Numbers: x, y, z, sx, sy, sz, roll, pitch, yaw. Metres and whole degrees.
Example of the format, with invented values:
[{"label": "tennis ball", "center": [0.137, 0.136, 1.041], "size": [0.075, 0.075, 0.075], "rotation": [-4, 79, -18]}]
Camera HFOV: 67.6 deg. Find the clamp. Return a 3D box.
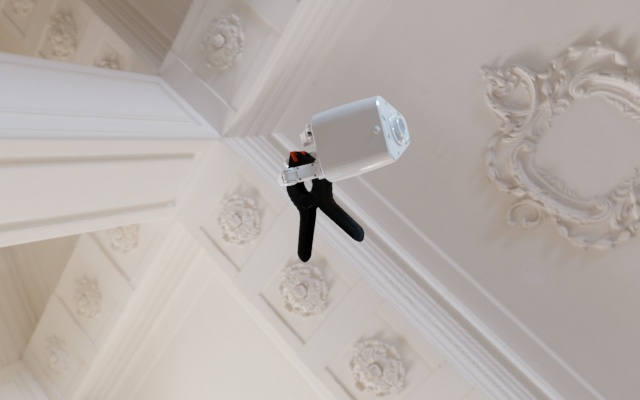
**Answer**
[{"label": "clamp", "center": [0.000, 0.002, 0.720], "size": [0.120, 0.171, 0.039], "rotation": [-14, -1, 28]}]
